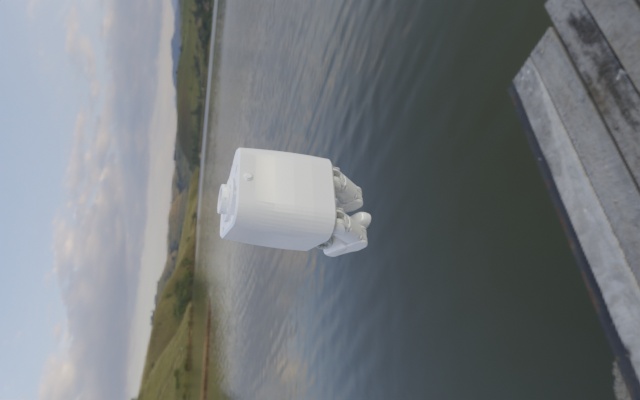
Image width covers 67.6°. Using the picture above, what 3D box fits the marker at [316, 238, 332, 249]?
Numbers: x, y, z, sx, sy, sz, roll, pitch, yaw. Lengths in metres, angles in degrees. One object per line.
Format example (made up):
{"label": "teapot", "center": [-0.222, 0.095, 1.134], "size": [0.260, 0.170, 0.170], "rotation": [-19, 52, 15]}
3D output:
{"label": "marker", "center": [0.000, 0.002, 0.583], "size": [0.020, 0.121, 0.020], "rotation": [-3, -33, -2]}
